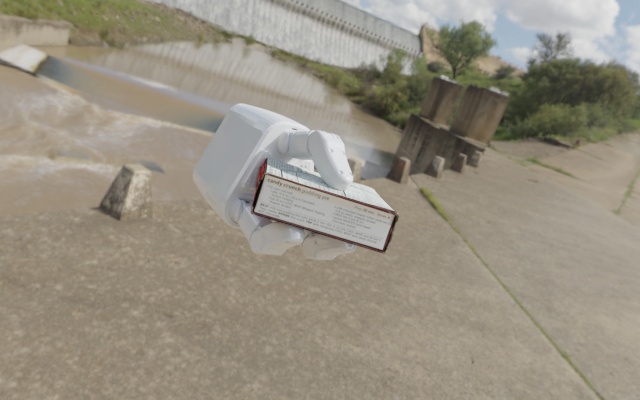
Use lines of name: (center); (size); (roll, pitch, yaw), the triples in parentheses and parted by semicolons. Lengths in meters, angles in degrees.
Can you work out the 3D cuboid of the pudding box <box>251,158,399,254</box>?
pudding box: (0.000, 0.001, 0.403); (0.113, 0.039, 0.090); (15, 11, -8)
